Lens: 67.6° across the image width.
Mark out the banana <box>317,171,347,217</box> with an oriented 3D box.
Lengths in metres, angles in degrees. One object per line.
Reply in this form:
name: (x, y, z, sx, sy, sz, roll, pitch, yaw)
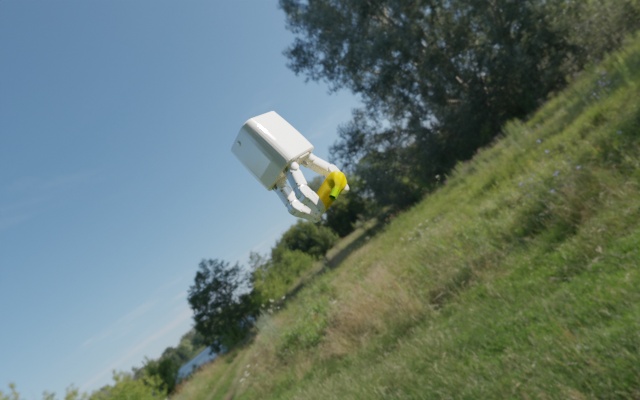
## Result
banana: (0.012, -0.012, 0.859, 0.037, 0.069, 0.198, 38, -17, 1)
